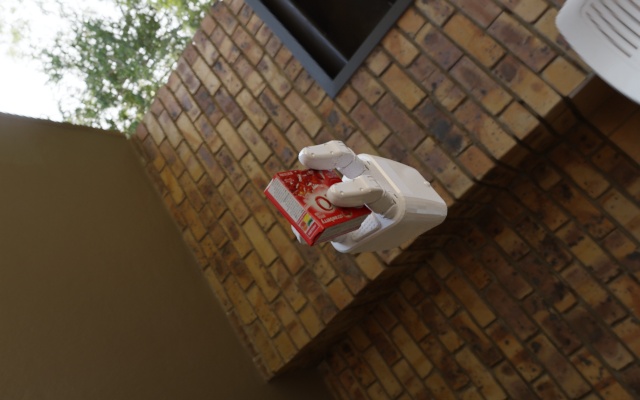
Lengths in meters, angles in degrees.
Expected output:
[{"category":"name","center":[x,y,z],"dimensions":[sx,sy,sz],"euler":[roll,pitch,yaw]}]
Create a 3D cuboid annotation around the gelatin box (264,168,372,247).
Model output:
[{"category":"gelatin box","center":[0.000,0.002,0.473],"dimensions":[0.089,0.073,0.030],"euler":[-14,-33,-53]}]
